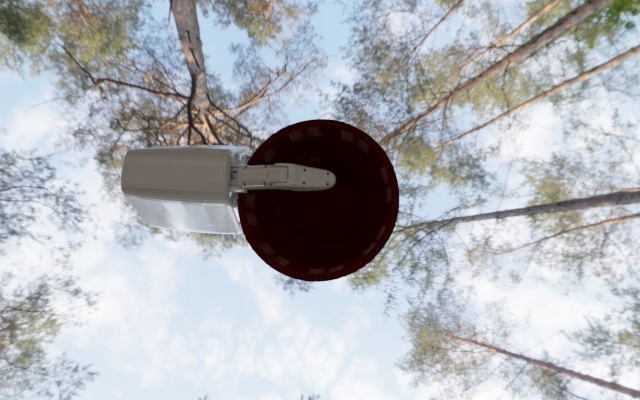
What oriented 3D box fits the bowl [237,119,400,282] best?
[{"bbox_3d":[0.001,0.002,0.490,0.162,0.162,0.055,0,-9,10],"label":"bowl"}]
